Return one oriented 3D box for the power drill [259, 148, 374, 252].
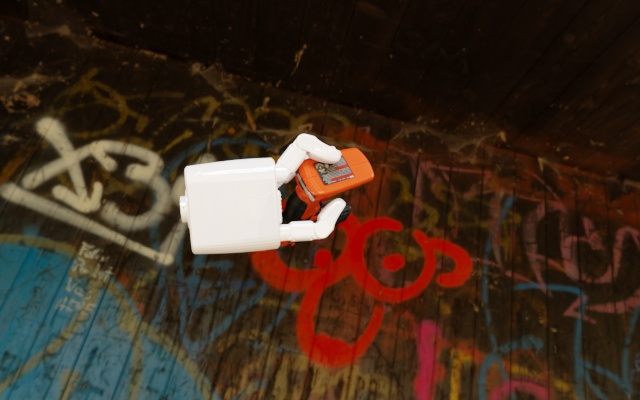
[{"bbox_3d":[0.000,0.002,0.693,0.184,0.057,0.188,-19,-21,-35],"label":"power drill"}]
